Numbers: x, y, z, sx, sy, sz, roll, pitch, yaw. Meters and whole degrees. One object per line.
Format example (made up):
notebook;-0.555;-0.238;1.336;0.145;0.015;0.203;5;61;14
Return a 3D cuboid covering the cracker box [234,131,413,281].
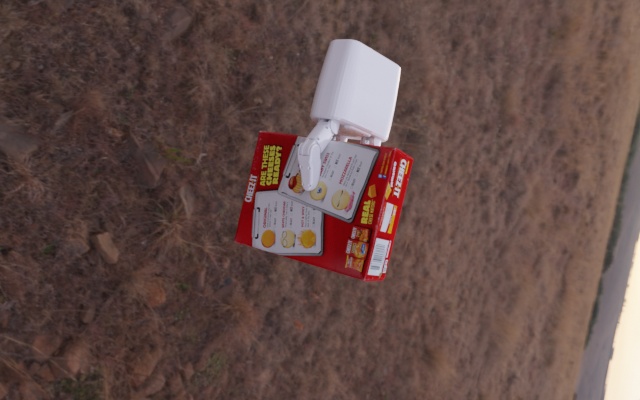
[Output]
cracker box;0.000;0.002;0.641;0.213;0.164;0.072;12;-3;33
